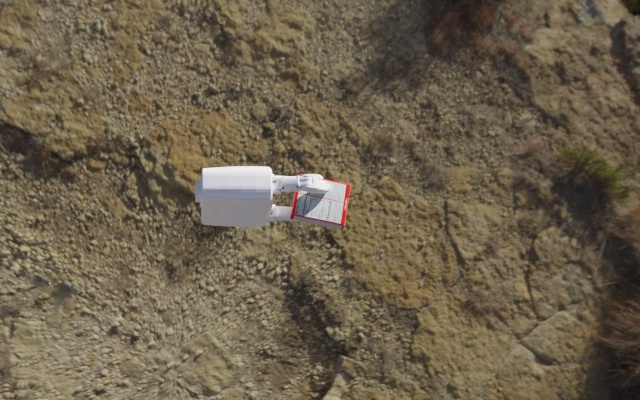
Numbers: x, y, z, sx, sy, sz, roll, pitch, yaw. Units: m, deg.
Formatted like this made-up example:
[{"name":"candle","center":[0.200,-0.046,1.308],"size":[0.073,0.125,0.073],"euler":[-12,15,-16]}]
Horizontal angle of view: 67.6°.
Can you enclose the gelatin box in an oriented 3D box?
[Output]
[{"name":"gelatin box","center":[0.001,0.002,0.783],"size":[0.089,0.073,0.030],"euler":[11,-21,-6]}]
